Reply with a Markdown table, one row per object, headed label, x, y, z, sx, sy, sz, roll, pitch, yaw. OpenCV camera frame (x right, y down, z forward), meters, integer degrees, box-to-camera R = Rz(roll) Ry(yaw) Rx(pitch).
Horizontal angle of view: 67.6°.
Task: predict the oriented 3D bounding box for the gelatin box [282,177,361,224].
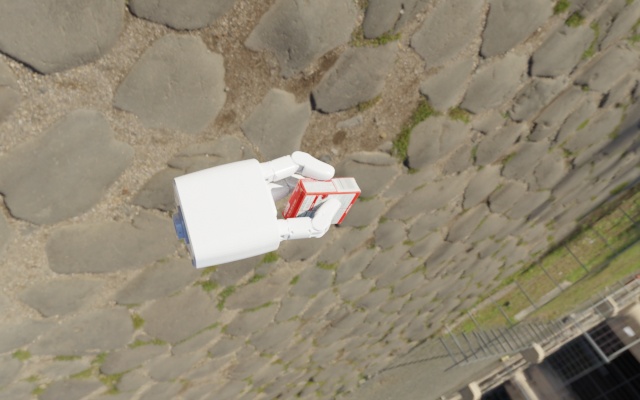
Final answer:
| label | x | y | z | sx | sy | sz | roll | pitch | yaw |
| --- | --- | --- | --- | --- | --- | --- | --- | --- | --- |
| gelatin box | 0.001 | 0.002 | 0.658 | 0.089 | 0.030 | 0.073 | -3 | -38 | -29 |
